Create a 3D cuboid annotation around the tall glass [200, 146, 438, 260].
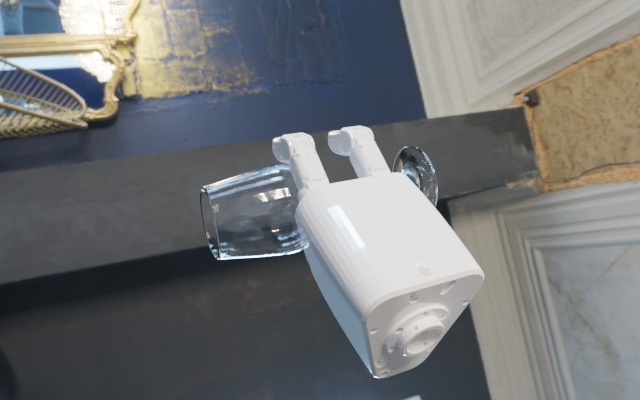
[{"bbox_3d":[0.001,0.001,0.425,0.201,0.079,0.079,-11,4,-21],"label":"tall glass"}]
